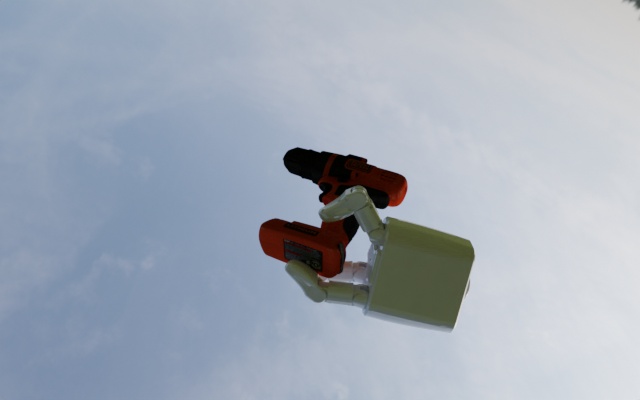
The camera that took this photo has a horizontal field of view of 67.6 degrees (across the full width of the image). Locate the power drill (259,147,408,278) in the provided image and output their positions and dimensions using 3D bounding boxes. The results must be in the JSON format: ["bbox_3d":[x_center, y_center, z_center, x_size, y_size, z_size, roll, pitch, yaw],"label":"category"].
[{"bbox_3d":[0.000,0.002,0.617,0.184,0.057,0.187,16,45,22],"label":"power drill"}]
